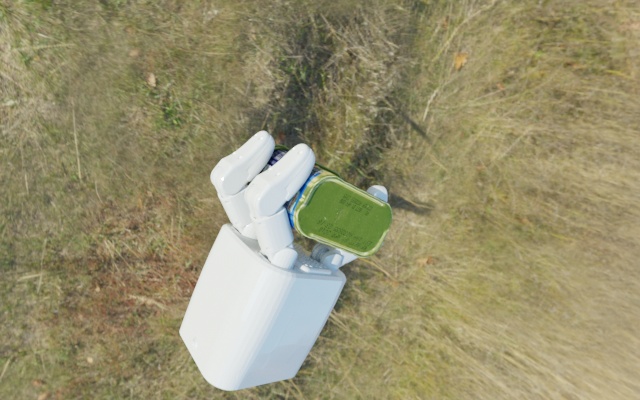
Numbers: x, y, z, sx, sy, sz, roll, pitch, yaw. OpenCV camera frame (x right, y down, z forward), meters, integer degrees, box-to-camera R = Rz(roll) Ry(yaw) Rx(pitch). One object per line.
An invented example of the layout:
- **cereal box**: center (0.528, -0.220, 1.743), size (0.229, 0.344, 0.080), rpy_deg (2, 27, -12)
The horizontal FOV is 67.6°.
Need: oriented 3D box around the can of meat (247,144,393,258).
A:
- **can of meat**: center (0.000, 0.001, 0.404), size (0.102, 0.057, 0.084), rpy_deg (24, 5, -39)
